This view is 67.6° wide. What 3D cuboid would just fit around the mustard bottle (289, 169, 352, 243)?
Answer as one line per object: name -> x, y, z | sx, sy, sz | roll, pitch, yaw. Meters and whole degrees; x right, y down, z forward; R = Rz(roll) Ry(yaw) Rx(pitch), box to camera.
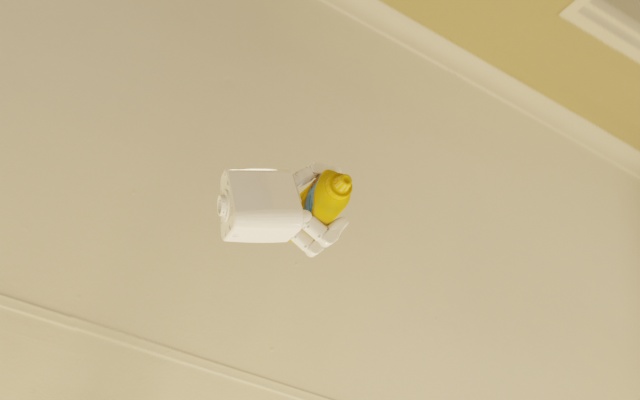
mustard bottle -> 0.000, 0.003, 0.780 | 0.058, 0.096, 0.192 | 24, -29, -14
